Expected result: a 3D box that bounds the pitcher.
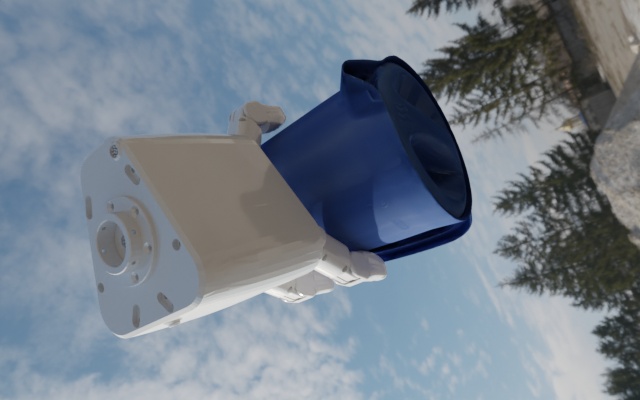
[{"bbox_3d":[0.000,0.001,0.416,0.243,0.149,0.145,-26,-7,31],"label":"pitcher"}]
